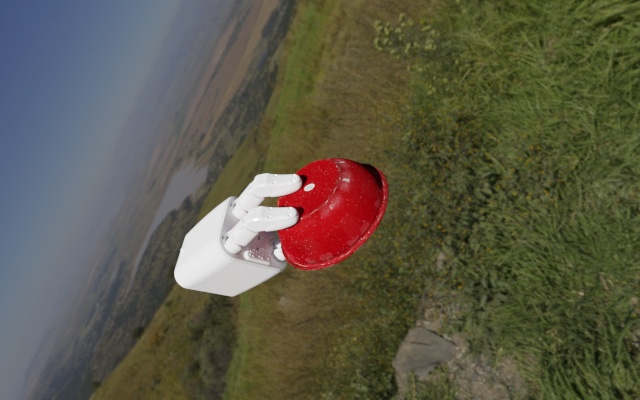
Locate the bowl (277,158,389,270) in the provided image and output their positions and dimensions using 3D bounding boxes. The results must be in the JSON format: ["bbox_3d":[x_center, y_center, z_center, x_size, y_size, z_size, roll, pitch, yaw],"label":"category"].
[{"bbox_3d":[0.001,0.001,0.581,0.162,0.162,0.055,0,-36,44],"label":"bowl"}]
